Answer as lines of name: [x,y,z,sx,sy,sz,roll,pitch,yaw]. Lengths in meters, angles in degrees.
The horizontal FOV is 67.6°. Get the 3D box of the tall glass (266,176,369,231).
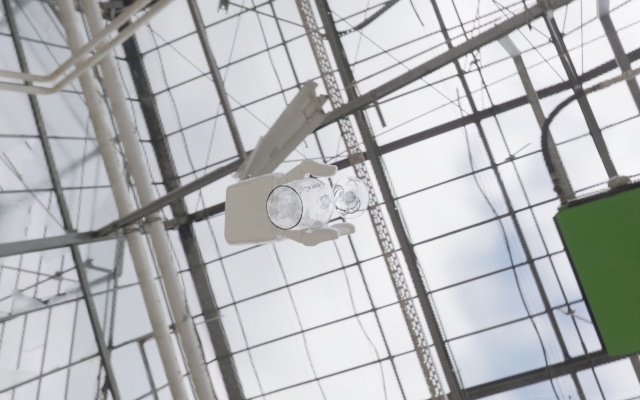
tall glass: [0.001,0.002,0.737,0.079,0.079,0.201,0,4,30]
